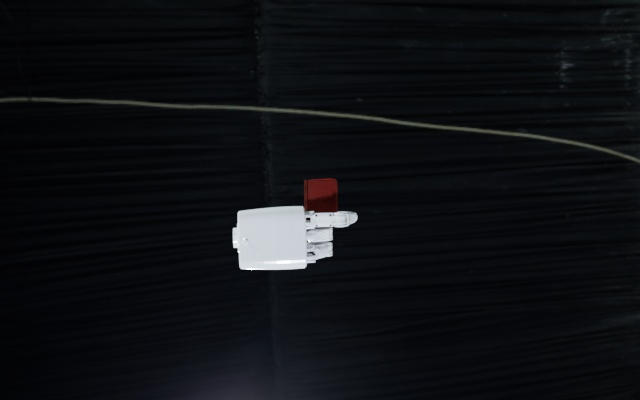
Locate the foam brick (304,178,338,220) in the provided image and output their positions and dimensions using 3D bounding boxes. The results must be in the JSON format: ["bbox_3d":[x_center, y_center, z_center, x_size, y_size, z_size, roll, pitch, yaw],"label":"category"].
[{"bbox_3d":[0.000,0.002,0.797,0.051,0.078,0.053,-1,3,-6],"label":"foam brick"}]
